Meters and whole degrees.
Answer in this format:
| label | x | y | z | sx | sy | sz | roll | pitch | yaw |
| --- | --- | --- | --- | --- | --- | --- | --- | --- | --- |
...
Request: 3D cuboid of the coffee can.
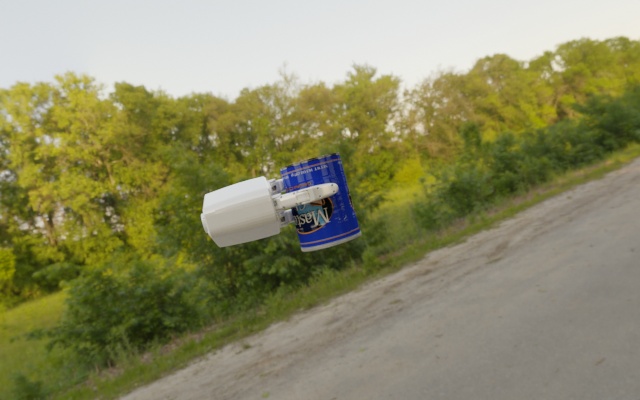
| label | x | y | z | sx | sy | sz | roll | pitch | yaw |
| --- | --- | --- | --- | --- | --- | --- | --- | --- | --- |
| coffee can | 0.000 | 0.003 | 0.784 | 0.103 | 0.140 | 0.103 | -15 | 2 | 0 |
